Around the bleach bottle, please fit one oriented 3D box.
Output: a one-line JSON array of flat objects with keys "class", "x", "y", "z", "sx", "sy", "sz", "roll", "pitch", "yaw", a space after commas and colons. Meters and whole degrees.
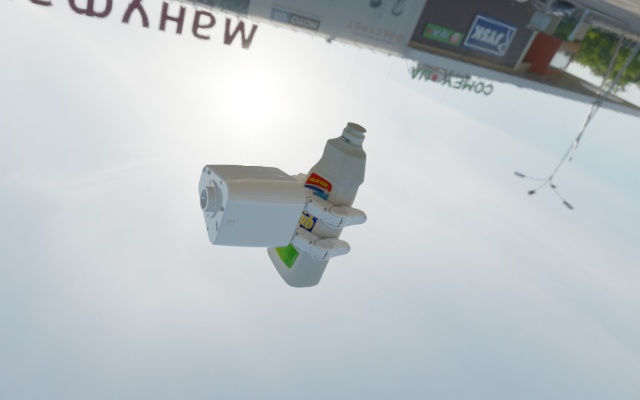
[{"class": "bleach bottle", "x": 0.000, "y": 0.002, "z": 0.680, "sx": 0.068, "sy": 0.251, "sz": 0.102, "roll": 2, "pitch": 35, "yaw": -34}]
